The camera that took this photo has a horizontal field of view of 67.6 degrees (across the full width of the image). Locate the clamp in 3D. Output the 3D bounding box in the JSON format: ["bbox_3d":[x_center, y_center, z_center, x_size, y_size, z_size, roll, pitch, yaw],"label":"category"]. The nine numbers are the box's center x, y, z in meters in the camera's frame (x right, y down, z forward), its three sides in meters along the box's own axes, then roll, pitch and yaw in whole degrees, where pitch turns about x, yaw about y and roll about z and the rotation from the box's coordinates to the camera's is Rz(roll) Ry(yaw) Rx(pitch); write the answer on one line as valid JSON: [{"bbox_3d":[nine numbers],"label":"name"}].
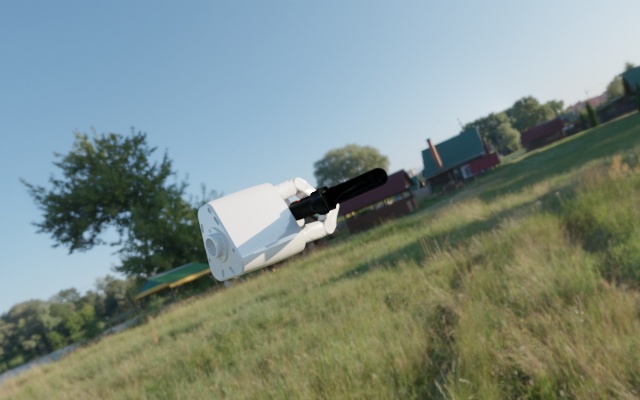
[{"bbox_3d":[0.000,0.002,0.659,0.120,0.039,0.171,-19,-3,-41],"label":"clamp"}]
